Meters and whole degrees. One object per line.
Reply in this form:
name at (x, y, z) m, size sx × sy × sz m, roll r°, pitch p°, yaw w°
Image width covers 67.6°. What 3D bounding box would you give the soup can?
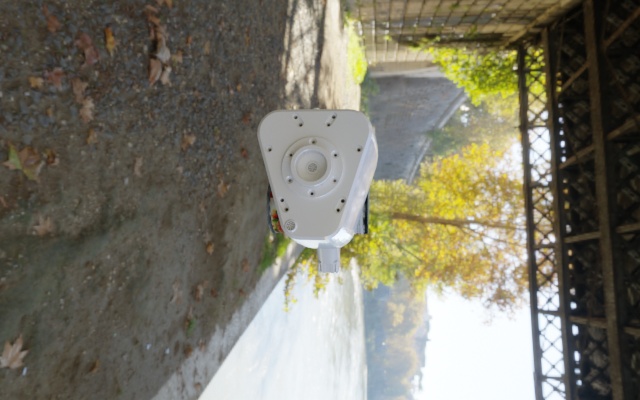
soup can at (0.000, 0.002, 0.507) m, size 0.102 × 0.068 × 0.068 m, roll 1°, pitch 0°, yaw 7°
